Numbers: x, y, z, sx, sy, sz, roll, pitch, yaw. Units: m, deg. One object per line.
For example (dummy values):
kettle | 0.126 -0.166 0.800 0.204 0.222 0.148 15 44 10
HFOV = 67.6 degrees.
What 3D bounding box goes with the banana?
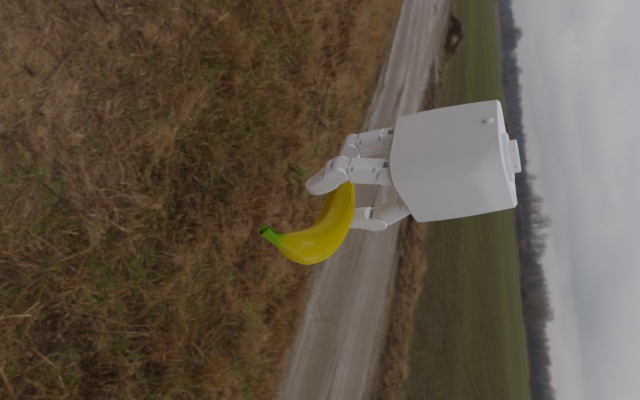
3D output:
banana | 0.005 0.020 0.531 0.037 0.070 0.197 -12 15 29
